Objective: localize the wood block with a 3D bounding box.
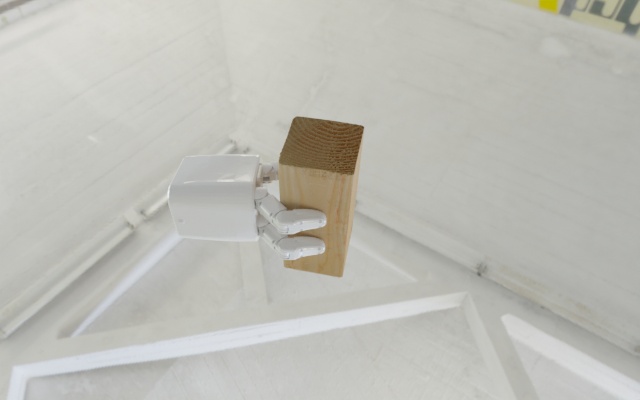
[{"bbox_3d":[0.000,0.002,0.632,0.090,0.090,0.206,9,-41,6],"label":"wood block"}]
